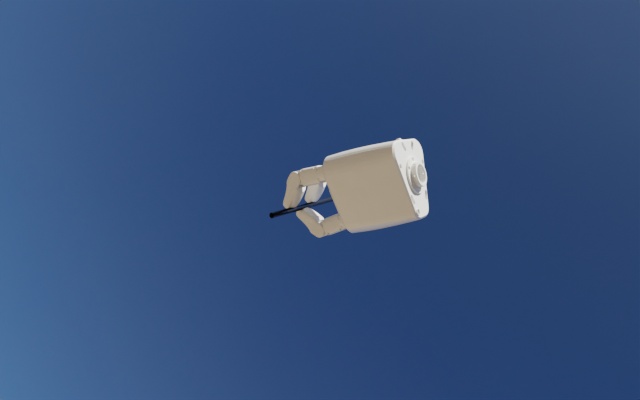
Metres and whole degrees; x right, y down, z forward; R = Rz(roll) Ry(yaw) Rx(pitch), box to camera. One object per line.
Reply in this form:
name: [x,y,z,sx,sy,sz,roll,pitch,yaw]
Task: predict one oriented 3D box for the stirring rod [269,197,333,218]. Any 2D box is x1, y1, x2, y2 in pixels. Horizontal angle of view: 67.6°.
stirring rod: [0.000,0.003,0.746,0.011,0.011,0.239,0,8,34]
